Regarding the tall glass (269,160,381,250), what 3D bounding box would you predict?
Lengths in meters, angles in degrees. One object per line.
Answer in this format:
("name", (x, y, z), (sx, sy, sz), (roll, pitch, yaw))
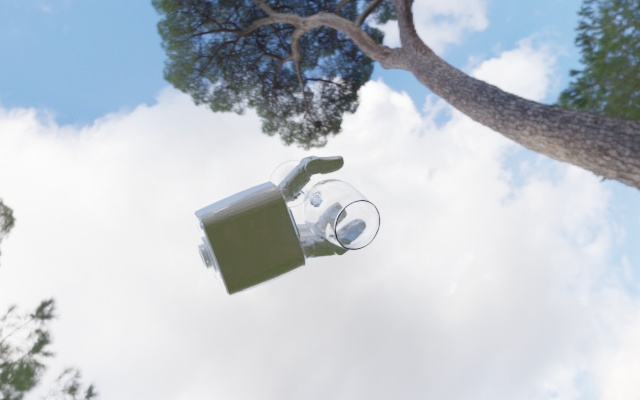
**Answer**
("tall glass", (0.000, 0.002, 0.635), (0.079, 0.079, 0.201), (0, 16, -27))
